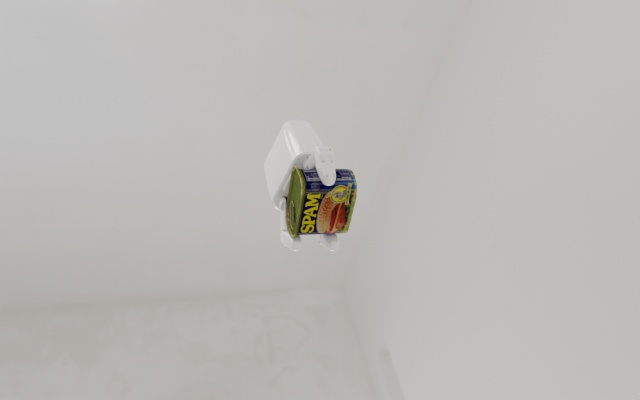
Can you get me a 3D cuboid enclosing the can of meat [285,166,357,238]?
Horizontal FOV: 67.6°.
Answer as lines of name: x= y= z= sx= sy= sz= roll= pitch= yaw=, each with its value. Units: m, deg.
can of meat: x=0.000 y=0.002 z=0.682 sx=0.084 sy=0.102 sz=0.057 roll=-1 pitch=37 yaw=-18
